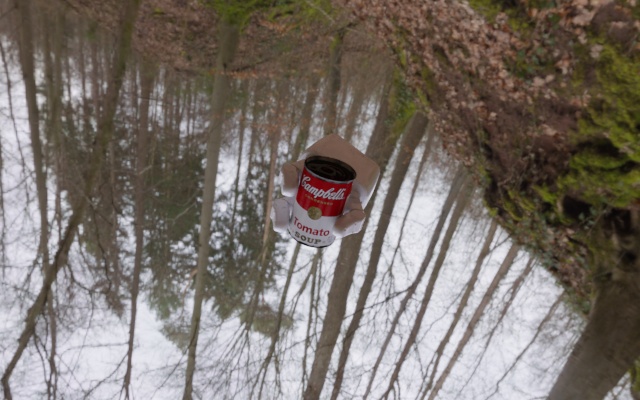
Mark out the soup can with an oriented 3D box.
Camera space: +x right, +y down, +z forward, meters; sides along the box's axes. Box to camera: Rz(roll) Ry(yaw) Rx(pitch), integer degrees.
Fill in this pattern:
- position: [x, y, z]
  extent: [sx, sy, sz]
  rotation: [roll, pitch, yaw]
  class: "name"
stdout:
- position: [0.000, 0.003, 0.620]
  extent: [0.068, 0.102, 0.068]
  rotation: [13, 28, -7]
  class: "soup can"
